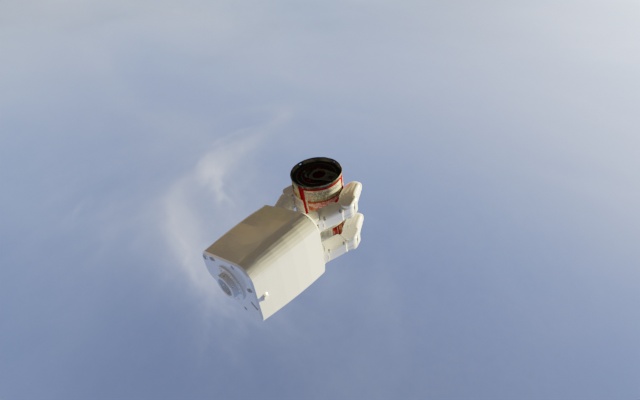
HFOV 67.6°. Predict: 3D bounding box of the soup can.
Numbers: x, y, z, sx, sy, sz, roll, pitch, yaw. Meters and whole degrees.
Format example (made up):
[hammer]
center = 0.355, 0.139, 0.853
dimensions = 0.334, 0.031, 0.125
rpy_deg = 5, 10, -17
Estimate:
[soup can]
center = 0.000, 0.002, 0.645
dimensions = 0.068, 0.102, 0.068
rpy_deg = -5, 38, 4
